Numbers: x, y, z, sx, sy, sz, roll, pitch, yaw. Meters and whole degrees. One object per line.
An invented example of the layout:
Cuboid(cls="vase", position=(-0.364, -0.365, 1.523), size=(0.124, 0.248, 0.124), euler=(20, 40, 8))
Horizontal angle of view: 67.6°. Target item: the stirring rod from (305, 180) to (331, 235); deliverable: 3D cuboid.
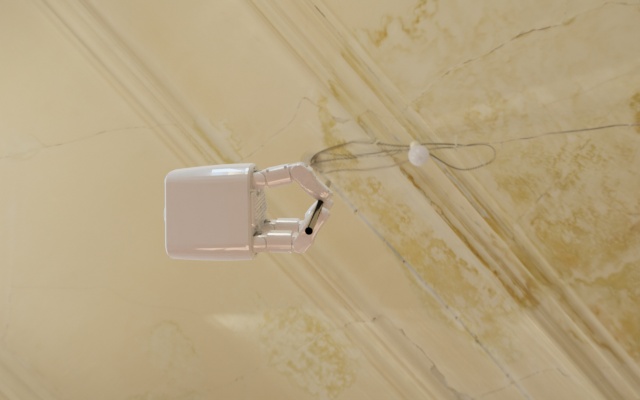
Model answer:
Cuboid(cls="stirring rod", position=(0.000, 0.002, 0.575), size=(0.011, 0.011, 0.239), euler=(0, 13, 6))
